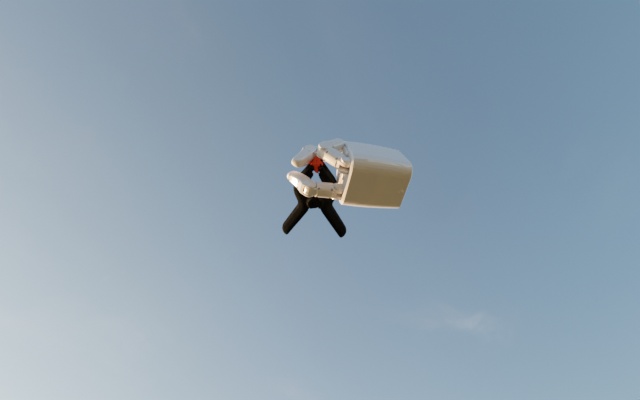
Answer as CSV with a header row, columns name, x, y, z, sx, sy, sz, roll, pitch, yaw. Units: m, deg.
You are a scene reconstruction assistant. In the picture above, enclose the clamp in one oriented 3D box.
name,x,y,z,sx,sy,sz,roll,pitch,yaw
clamp,0.000,0.002,0.867,0.120,0.172,0.039,7,38,-9
